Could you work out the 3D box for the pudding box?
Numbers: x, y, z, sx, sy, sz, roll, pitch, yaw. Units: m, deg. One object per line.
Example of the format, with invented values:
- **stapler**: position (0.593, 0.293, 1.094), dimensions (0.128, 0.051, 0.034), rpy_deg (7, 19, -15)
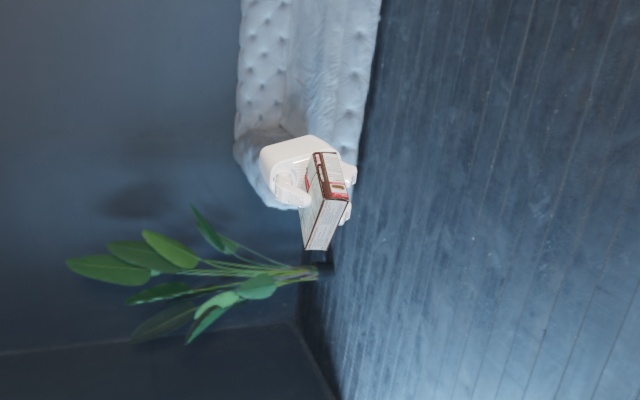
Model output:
- **pudding box**: position (0.000, 0.002, 0.659), dimensions (0.039, 0.090, 0.114), rpy_deg (0, -41, -17)
